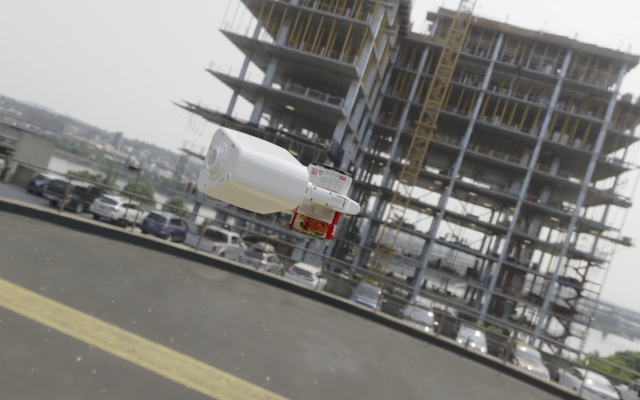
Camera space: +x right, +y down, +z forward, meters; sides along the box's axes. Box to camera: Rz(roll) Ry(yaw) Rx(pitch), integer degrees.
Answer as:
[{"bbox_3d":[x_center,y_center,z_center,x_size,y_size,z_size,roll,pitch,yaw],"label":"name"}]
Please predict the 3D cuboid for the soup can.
[{"bbox_3d":[0.001,0.002,0.697,0.068,0.102,0.068,19,-1,0],"label":"soup can"}]
